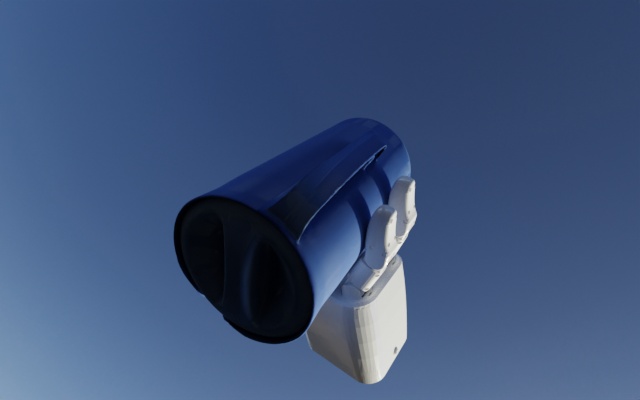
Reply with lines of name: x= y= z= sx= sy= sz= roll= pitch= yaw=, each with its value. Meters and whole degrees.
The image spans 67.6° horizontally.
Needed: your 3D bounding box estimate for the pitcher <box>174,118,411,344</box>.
pitcher: x=0.000 y=0.002 z=0.442 sx=0.149 sy=0.145 sz=0.242 roll=5 pitch=29 yaw=31
